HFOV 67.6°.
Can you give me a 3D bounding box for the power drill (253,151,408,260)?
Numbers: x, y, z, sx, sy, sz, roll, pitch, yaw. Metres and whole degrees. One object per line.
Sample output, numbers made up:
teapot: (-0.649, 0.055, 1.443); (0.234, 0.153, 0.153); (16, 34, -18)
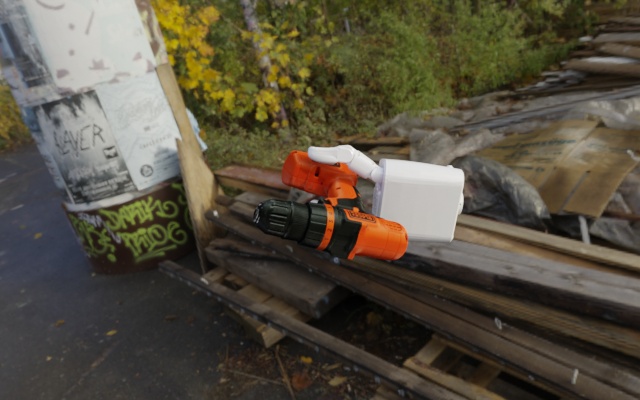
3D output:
power drill: (0.000, 0.002, 0.600); (0.184, 0.057, 0.187); (14, 25, -20)
